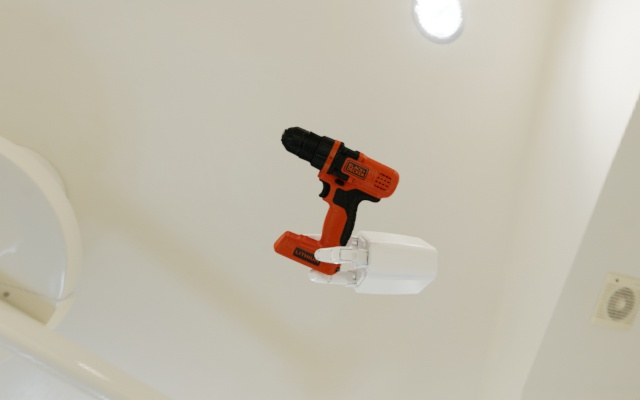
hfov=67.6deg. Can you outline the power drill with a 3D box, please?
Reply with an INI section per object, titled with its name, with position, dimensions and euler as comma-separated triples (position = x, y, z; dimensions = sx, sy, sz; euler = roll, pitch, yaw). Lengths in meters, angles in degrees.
[power drill]
position = 0.000, 0.003, 0.708
dimensions = 0.184, 0.188, 0.057
euler = 25, 11, -1
